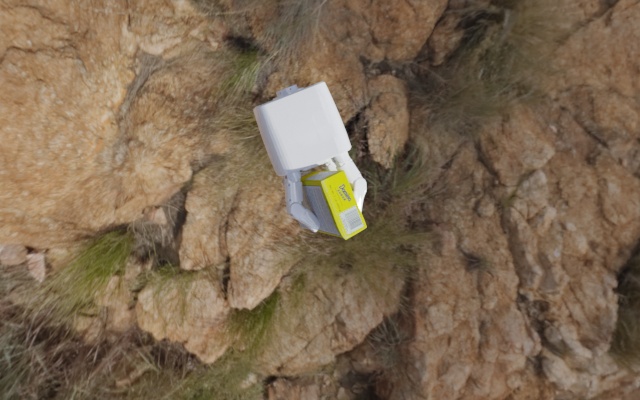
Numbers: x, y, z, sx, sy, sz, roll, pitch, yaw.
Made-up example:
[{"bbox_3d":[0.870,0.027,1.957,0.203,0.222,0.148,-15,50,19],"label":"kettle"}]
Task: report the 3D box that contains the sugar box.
[{"bbox_3d":[0.001,0.002,0.743,0.048,0.093,0.176,-26,13,-17],"label":"sugar box"}]
